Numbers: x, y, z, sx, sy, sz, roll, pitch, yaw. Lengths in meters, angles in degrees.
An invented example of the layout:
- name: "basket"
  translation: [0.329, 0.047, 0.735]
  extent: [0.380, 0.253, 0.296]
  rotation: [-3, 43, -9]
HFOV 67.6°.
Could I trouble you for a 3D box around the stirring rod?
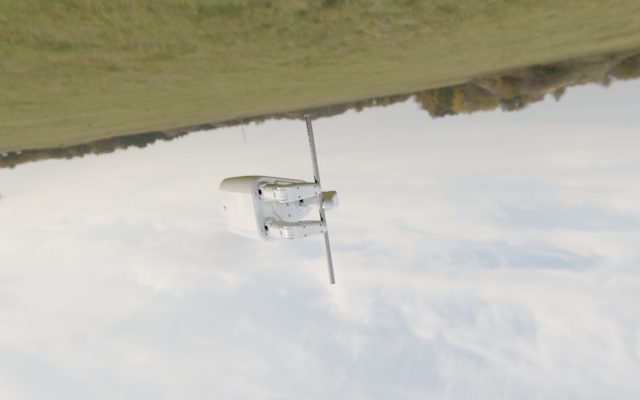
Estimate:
- name: "stirring rod"
  translation: [0.000, 0.002, 0.662]
  extent: [0.011, 0.239, 0.011]
  rotation: [-8, 11, 2]
